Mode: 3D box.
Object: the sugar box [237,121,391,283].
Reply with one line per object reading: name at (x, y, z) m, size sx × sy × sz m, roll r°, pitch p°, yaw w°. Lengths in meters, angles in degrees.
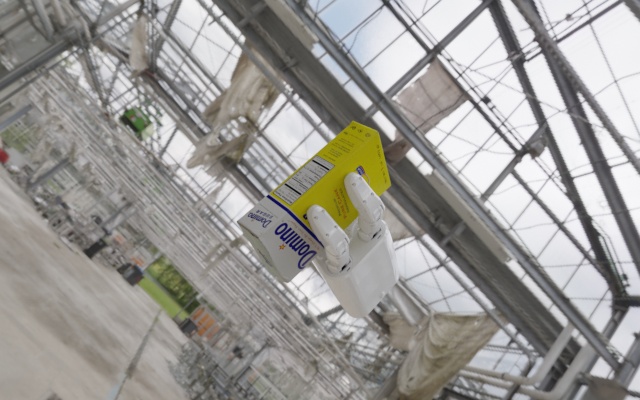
sugar box at (0.001, 0.002, 0.529) m, size 0.048 × 0.176 × 0.093 m, roll 30°, pitch -24°, yaw 38°
